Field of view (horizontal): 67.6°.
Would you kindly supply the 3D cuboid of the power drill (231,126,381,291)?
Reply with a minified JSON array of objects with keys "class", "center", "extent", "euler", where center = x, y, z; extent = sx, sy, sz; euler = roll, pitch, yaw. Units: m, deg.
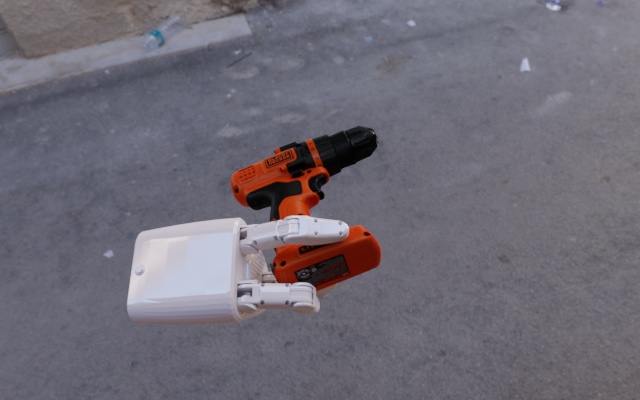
[{"class":"power drill","center":[0.000,0.002,0.525],"extent":[0.184,0.057,0.187],"euler":[-23,44,1]}]
